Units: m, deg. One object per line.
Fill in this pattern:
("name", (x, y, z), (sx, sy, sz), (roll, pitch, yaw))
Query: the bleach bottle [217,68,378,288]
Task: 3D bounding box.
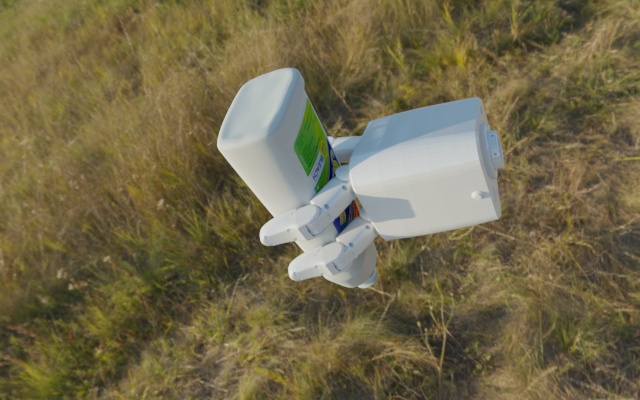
("bleach bottle", (0.000, 0.002, 0.474), (0.068, 0.102, 0.251), (-10, -45, 26))
